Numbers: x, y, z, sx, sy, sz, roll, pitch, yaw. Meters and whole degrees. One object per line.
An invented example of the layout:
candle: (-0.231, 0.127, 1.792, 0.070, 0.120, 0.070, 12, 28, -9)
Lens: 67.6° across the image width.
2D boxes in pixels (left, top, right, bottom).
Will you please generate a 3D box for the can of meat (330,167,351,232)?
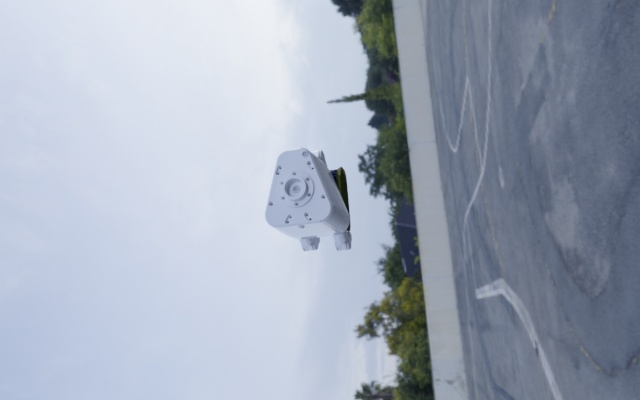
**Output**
can of meat: (0.000, 0.002, 0.768, 0.084, 0.102, 0.057, -7, -10, 12)
